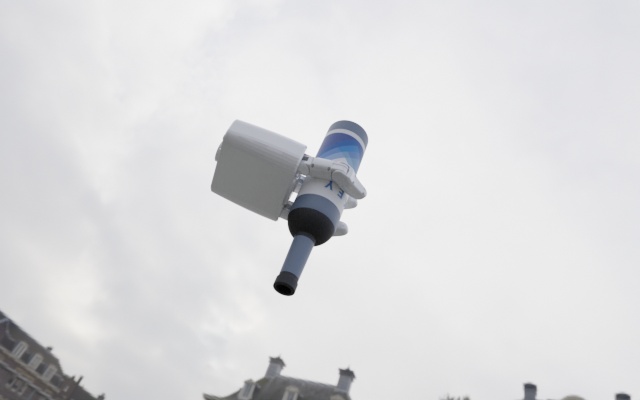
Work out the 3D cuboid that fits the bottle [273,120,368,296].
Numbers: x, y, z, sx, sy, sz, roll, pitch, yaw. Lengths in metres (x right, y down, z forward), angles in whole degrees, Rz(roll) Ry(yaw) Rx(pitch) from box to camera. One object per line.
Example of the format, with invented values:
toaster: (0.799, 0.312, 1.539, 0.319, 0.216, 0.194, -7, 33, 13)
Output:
bottle: (0.000, 0.002, 0.652, 0.069, 0.069, 0.295, 0, 44, 24)
